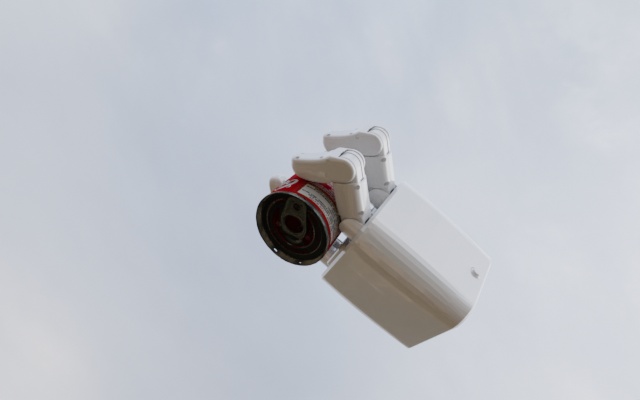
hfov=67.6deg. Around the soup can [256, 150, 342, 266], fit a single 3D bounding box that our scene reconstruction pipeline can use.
[{"bbox_3d":[0.000,0.001,0.420,0.068,0.068,0.102,0,27,32],"label":"soup can"}]
